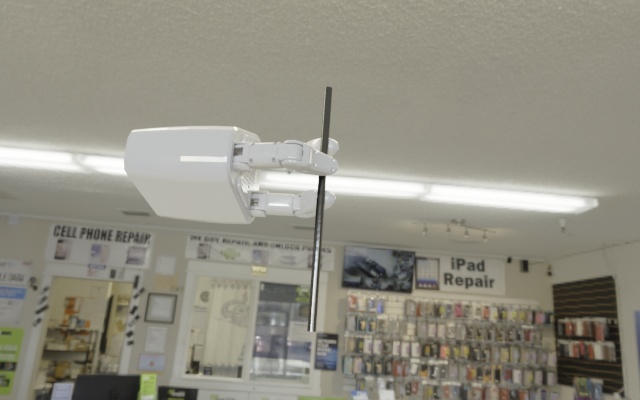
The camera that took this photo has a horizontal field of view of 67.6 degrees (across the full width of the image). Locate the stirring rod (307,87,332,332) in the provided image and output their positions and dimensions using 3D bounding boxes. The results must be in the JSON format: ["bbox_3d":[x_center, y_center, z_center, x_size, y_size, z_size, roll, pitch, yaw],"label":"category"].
[{"bbox_3d":[0.000,0.002,0.458,0.011,0.239,0.011,4,-14,1],"label":"stirring rod"}]
